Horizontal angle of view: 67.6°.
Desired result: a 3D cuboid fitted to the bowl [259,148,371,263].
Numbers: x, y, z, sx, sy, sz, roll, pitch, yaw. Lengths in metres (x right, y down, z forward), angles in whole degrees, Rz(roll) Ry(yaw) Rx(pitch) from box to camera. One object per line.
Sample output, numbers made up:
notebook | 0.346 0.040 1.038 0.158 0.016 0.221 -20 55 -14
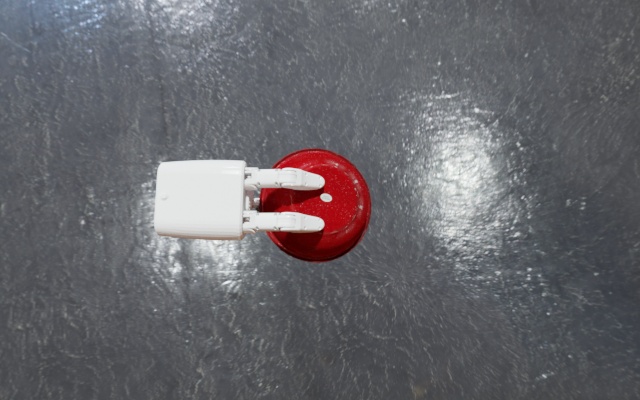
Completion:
bowl | 0.001 0.002 0.644 0.162 0.162 0.055 0 -8 -13
